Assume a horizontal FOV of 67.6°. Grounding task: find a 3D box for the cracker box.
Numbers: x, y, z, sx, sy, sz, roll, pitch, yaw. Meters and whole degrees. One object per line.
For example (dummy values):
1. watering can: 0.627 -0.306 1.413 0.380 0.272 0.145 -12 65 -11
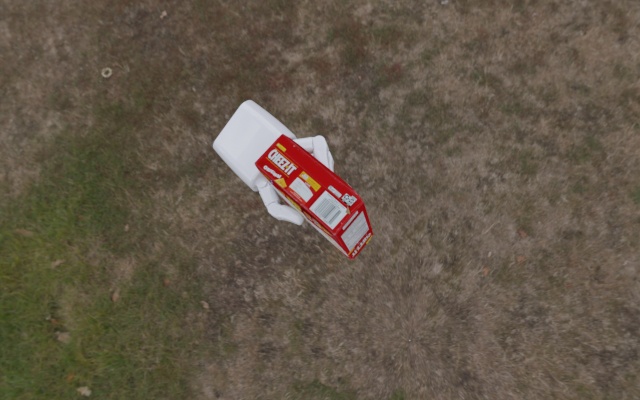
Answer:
1. cracker box: 0.000 0.003 0.764 0.164 0.072 0.214 41 -5 18
